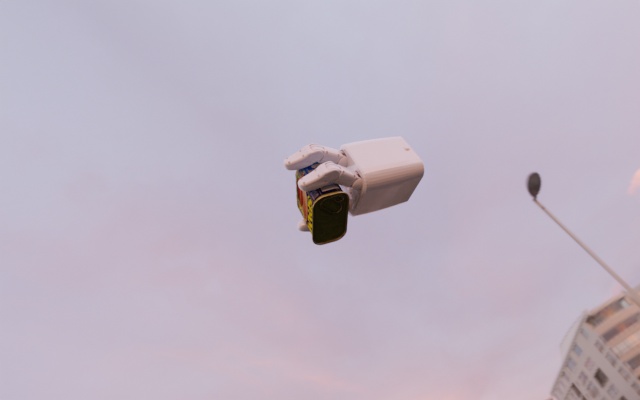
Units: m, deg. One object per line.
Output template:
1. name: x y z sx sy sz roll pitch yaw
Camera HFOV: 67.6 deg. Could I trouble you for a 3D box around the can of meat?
1. can of meat: 0.000 0.002 0.732 0.057 0.102 0.084 -14 45 -16
